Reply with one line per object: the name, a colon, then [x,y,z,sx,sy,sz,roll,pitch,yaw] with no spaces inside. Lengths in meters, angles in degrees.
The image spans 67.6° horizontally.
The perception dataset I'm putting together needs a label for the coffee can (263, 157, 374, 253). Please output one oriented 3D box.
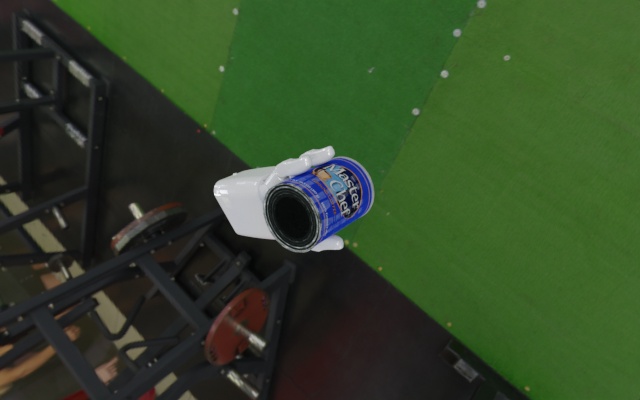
coffee can: [0.000,0.002,0.703,0.103,0.103,0.140,0,19,39]
